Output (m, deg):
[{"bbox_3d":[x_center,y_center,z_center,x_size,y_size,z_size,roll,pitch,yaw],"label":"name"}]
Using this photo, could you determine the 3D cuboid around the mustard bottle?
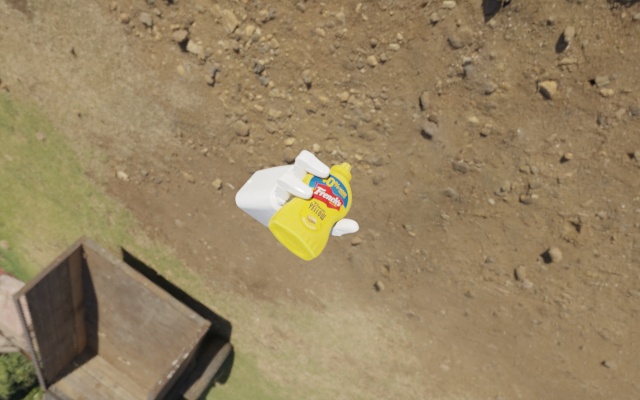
[{"bbox_3d":[0.000,0.003,0.812,0.096,0.191,0.058,42,-34,-9],"label":"mustard bottle"}]
